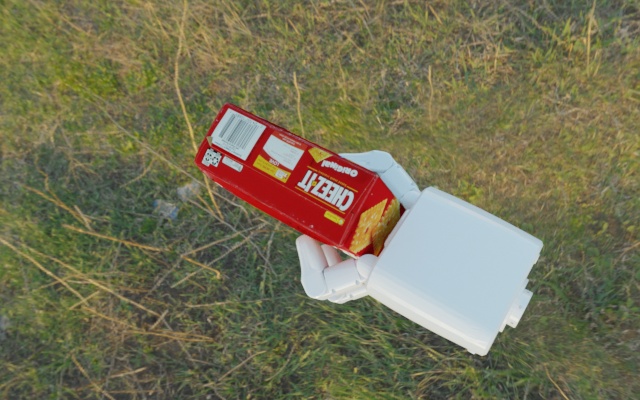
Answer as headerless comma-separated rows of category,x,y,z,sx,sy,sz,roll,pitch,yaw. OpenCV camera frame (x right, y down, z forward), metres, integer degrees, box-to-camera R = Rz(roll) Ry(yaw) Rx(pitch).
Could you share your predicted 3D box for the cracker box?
cracker box,0.000,0.001,0.480,0.164,0.072,0.214,28,-4,25
